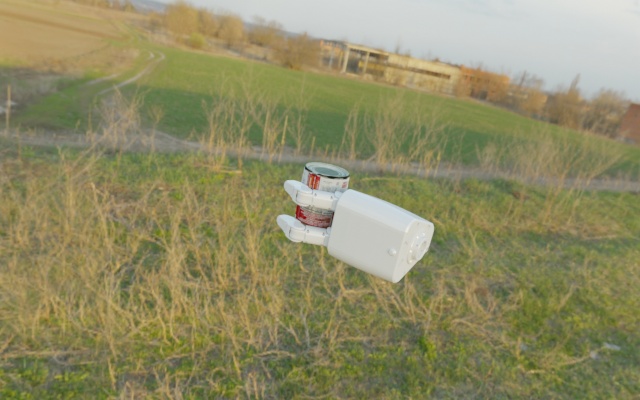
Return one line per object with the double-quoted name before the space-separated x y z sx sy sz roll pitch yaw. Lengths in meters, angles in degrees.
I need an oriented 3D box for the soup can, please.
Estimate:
"soup can" 0.000 0.002 0.701 0.068 0.102 0.068 11 19 -4
